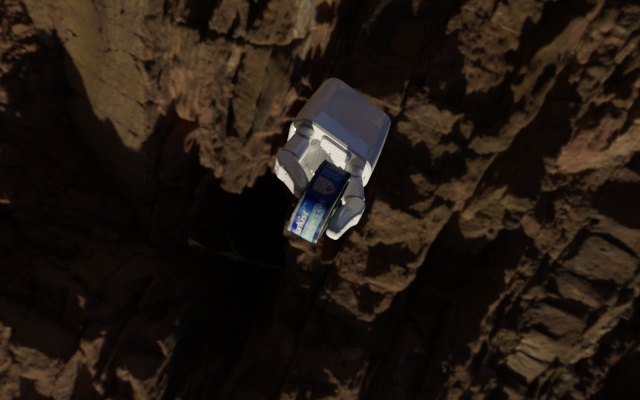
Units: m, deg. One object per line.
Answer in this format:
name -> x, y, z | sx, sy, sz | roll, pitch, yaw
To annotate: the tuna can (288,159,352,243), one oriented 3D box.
tuna can -> 0.001, 0.002, 0.509 | 0.034, 0.086, 0.086 | 28, 2, 5
